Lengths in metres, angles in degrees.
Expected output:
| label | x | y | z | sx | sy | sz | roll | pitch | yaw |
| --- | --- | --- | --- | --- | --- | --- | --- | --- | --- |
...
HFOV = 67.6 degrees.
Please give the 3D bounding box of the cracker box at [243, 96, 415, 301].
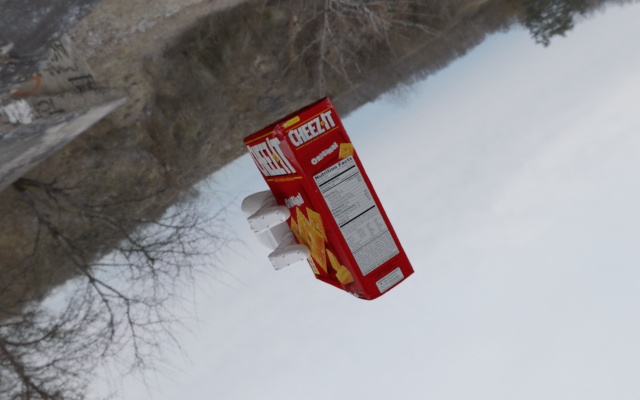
| label | x | y | z | sx | sy | sz | roll | pitch | yaw |
| --- | --- | --- | --- | --- | --- | --- | --- | --- | --- |
| cracker box | 0.000 | 0.002 | 0.562 | 0.072 | 0.214 | 0.164 | -32 | 12 | -18 |
